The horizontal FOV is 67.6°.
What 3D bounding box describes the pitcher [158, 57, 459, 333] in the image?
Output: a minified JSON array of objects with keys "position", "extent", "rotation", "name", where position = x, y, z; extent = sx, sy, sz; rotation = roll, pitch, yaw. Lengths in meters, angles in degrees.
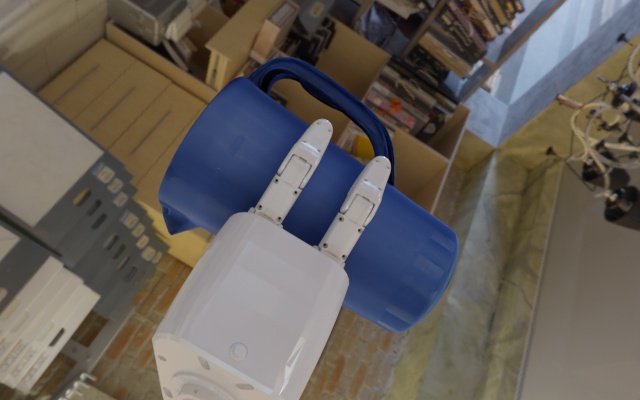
[{"position":[0.000,0.002,0.422],"extent":[0.243,0.145,0.149],"rotation":[32,-46,-4],"name":"pitcher"}]
